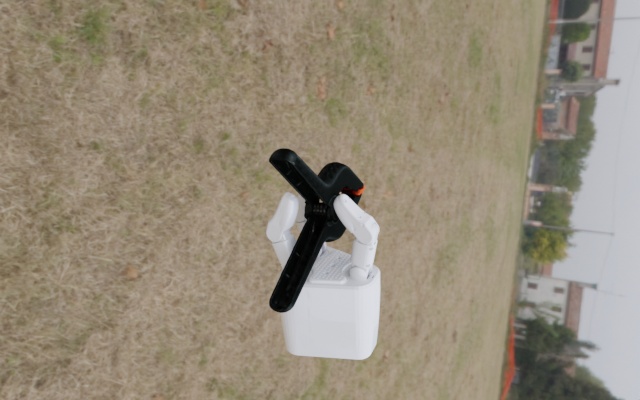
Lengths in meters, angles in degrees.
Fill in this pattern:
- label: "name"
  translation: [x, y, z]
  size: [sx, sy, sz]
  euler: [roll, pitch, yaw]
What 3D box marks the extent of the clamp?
- label: "clamp"
  translation: [0.001, 0.002, 0.526]
  size: [0.036, 0.165, 0.210]
  euler: [11, 26, 23]
